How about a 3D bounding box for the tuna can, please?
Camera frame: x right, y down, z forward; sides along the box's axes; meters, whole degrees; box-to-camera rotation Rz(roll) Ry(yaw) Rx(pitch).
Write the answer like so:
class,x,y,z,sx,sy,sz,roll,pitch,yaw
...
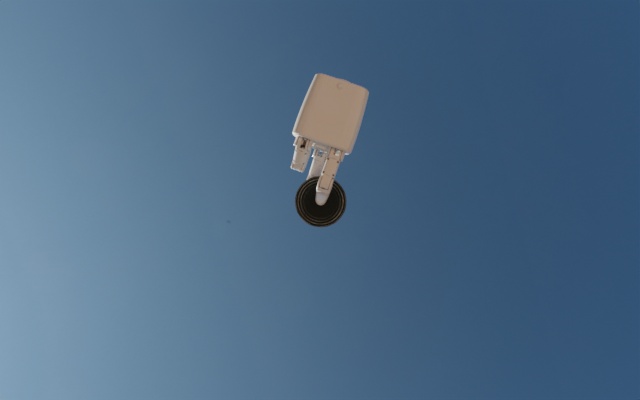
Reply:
class,x,y,z,sx,sy,sz,roll,pitch,yaw
tuna can,0.000,0.003,0.808,0.086,0.086,0.034,0,-4,-1
